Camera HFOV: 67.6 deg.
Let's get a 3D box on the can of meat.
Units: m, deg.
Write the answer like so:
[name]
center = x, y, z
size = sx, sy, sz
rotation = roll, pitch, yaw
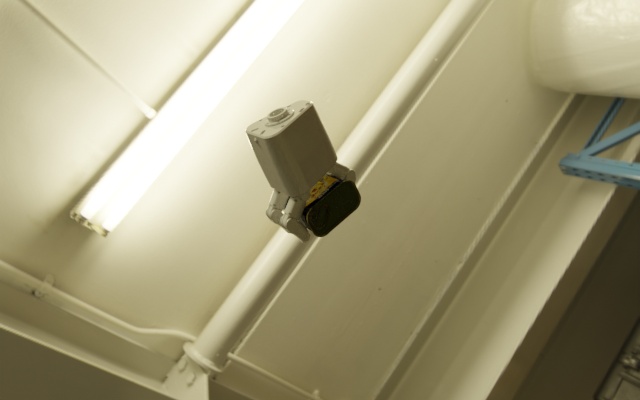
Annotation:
[can of meat]
center = 0.000, 0.002, 0.780
size = 0.102, 0.057, 0.084
rotation = -40, 34, -18
